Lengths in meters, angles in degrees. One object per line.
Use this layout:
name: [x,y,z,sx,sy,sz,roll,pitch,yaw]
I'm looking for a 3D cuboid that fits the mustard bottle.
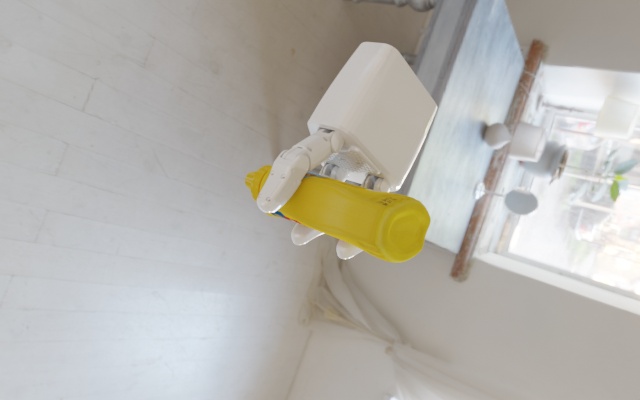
mustard bottle: [0.000,0.002,0.454,0.191,0.058,0.096,19,5,35]
